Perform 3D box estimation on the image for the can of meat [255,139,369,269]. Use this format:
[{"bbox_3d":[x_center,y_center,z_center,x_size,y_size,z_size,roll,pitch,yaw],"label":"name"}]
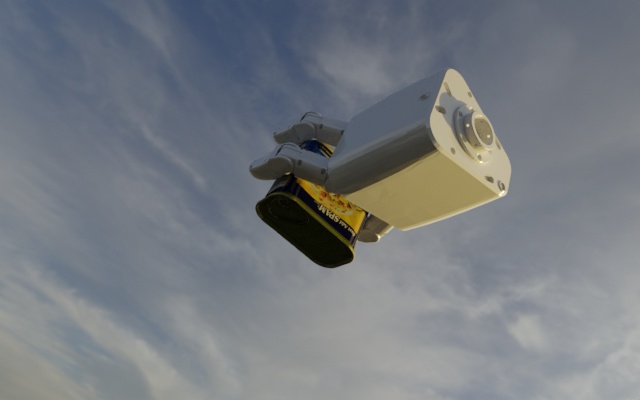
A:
[{"bbox_3d":[0.000,0.001,0.469,0.102,0.084,0.057,41,-39,-18],"label":"can of meat"}]
